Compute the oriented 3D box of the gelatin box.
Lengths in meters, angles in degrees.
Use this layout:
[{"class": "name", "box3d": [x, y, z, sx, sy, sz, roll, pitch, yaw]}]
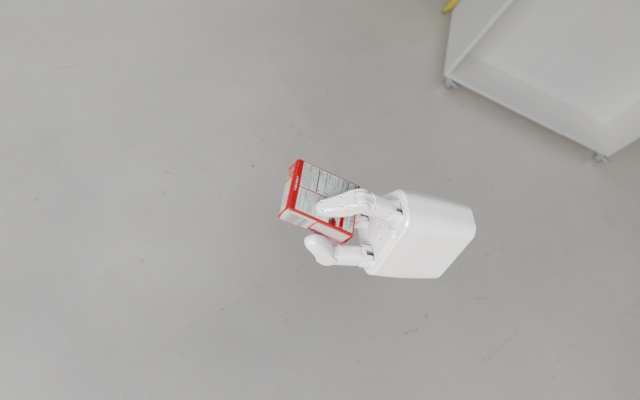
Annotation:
[{"class": "gelatin box", "box3d": [0.000, 0.002, 0.563, 0.089, 0.073, 0.030, 24, -37, -20]}]
